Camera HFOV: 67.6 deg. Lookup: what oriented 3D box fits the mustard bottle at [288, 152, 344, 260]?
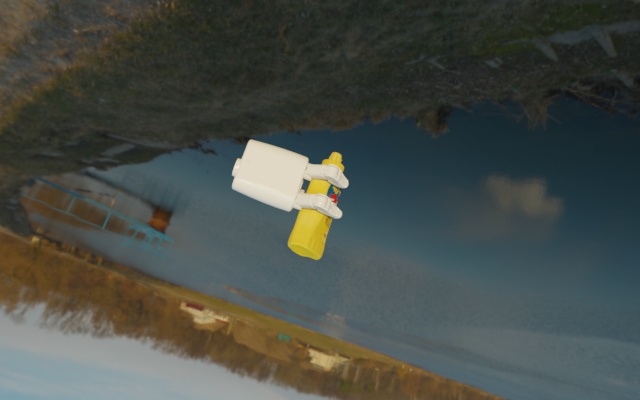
[{"bbox_3d":[0.000,0.003,0.844,0.058,0.191,0.096,13,-17,18],"label":"mustard bottle"}]
